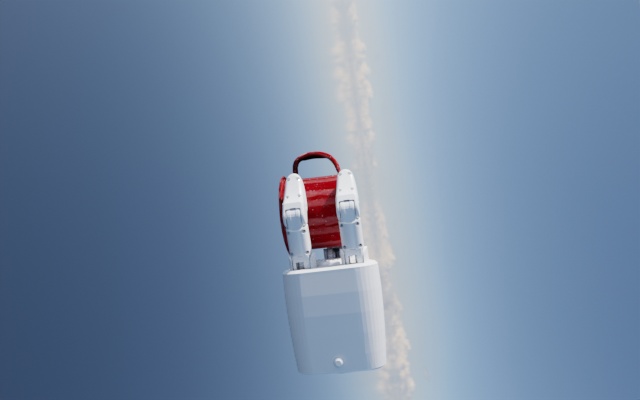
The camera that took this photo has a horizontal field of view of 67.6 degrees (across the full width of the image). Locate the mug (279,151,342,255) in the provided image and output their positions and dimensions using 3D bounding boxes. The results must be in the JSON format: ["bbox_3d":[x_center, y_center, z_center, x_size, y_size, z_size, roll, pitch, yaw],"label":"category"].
[{"bbox_3d":[0.000,0.000,0.549,0.081,0.117,0.093,-7,-1,6],"label":"mug"}]
